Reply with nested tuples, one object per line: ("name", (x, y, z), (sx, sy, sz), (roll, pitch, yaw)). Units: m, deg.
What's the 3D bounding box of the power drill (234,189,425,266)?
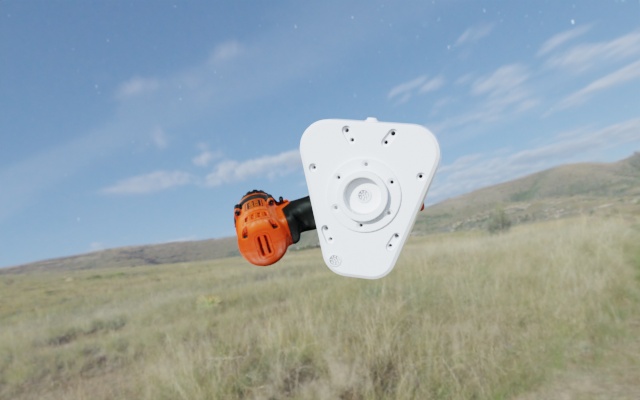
("power drill", (0.001, 0.002, 0.505), (0.187, 0.057, 0.184), (-19, 16, -5))
